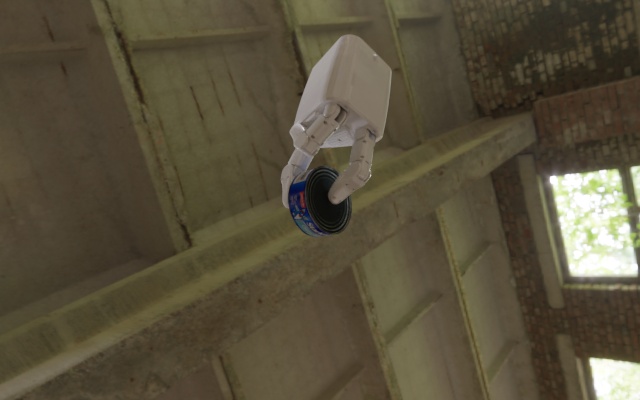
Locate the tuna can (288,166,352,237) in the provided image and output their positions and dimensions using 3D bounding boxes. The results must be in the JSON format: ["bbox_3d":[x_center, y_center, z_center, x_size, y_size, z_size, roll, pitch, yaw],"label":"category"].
[{"bbox_3d":[0.000,0.002,0.594,0.034,0.086,0.086,-14,-9,40],"label":"tuna can"}]
